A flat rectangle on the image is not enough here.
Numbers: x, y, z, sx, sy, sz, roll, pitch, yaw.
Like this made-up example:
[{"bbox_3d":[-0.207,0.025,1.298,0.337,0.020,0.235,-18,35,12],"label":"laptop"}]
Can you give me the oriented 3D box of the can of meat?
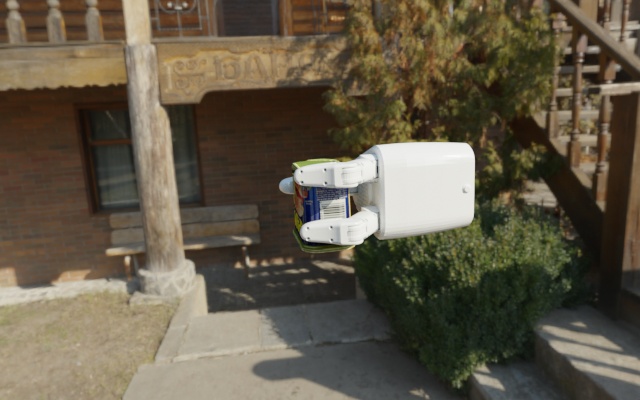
[{"bbox_3d":[0.000,0.001,0.519,0.057,0.084,0.102,-5,12,-9],"label":"can of meat"}]
